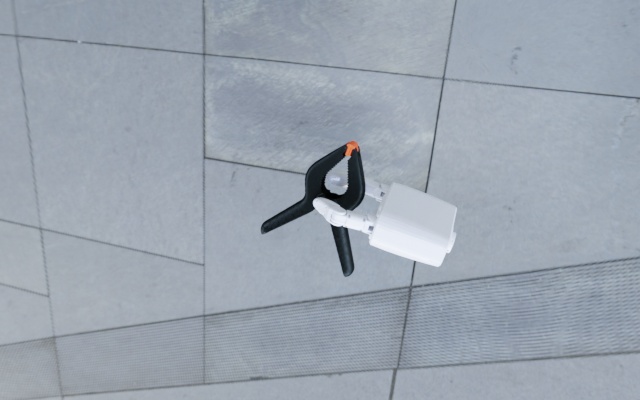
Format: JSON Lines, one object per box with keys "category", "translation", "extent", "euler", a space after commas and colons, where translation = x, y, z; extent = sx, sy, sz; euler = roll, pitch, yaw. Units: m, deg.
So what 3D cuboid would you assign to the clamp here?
{"category": "clamp", "translation": [0.000, 0.002, 0.735], "extent": [0.164, 0.210, 0.036], "euler": [19, 22, 8]}
